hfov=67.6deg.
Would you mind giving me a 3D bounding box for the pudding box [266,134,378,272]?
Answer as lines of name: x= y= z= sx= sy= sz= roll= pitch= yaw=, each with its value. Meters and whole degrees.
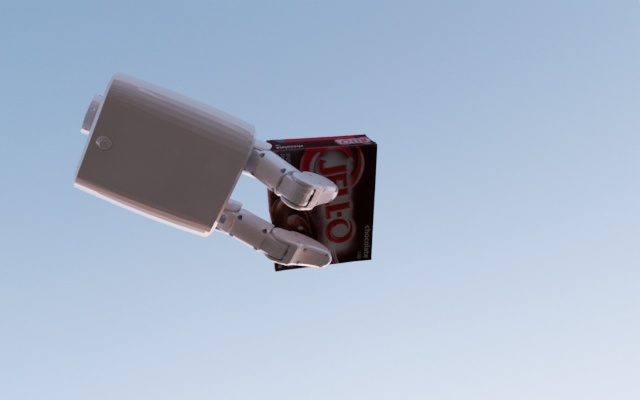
pudding box: x=0.000 y=0.001 z=0.415 sx=0.090 sy=0.113 sz=0.039 roll=-5 pitch=26 yaw=-11
